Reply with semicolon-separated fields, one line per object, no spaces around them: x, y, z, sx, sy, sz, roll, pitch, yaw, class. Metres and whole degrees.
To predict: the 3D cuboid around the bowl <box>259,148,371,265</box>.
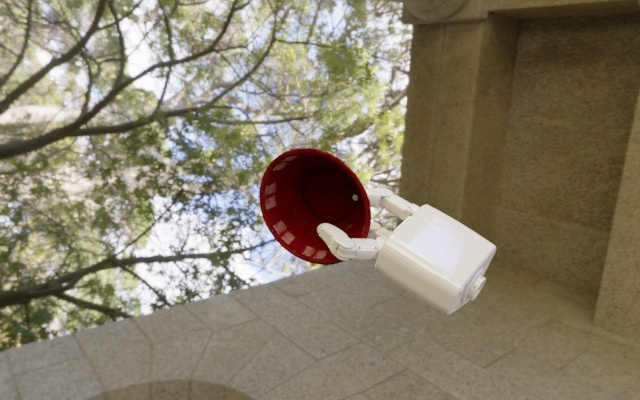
-0.001;0.001;0.639;0.162;0.162;0.055;0;20;27;bowl
